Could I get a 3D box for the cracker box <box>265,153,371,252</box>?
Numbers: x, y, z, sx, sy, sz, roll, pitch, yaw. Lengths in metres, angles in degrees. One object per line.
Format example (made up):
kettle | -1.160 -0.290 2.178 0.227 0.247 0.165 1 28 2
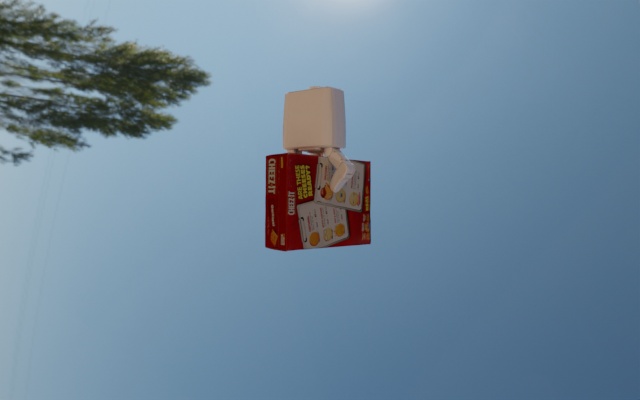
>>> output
cracker box | 0.000 0.003 0.873 0.214 0.164 0.072 1 -1 -43
